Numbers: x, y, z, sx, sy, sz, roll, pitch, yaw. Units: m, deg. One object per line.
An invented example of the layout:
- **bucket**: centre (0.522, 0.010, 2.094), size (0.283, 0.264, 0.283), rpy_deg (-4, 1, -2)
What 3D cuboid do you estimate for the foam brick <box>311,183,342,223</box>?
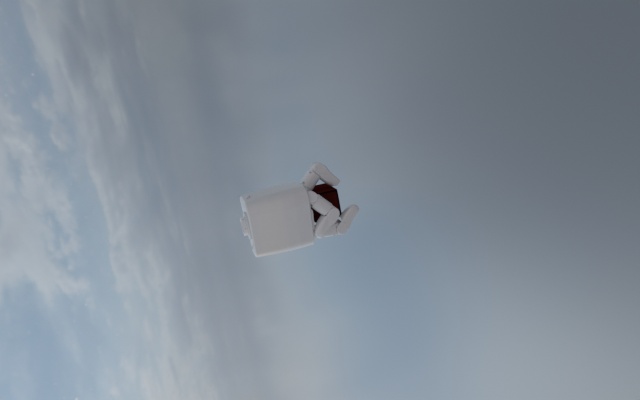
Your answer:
- **foam brick**: centre (0.000, 0.003, 0.881), size (0.051, 0.053, 0.078), rpy_deg (-14, 13, -13)
